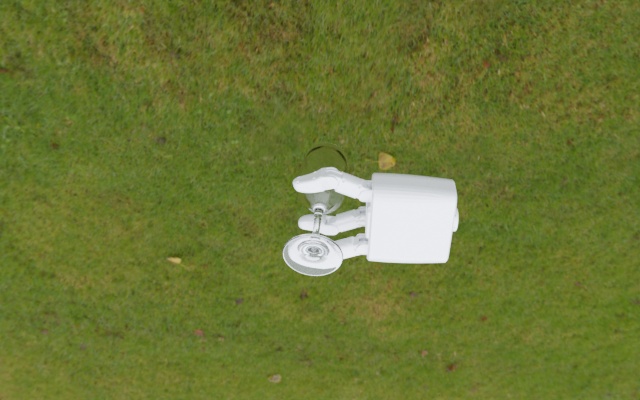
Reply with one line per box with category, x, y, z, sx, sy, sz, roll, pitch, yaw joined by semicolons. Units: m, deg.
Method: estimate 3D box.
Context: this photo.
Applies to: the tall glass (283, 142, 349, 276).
tall glass;0.000;0.003;0.654;0.079;0.079;0.200;0;42;7
